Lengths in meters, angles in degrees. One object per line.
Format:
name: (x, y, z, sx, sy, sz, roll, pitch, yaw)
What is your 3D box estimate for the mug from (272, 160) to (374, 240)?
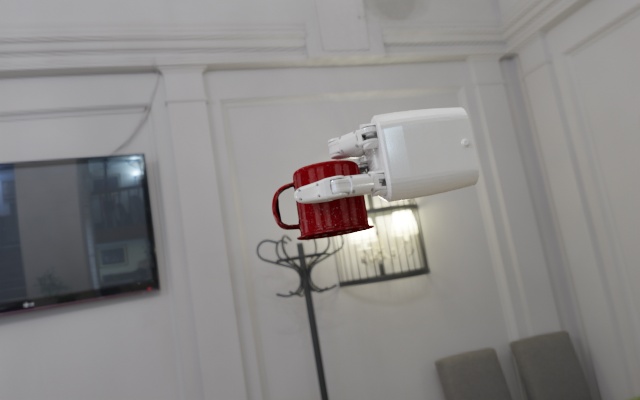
mug: (-0.001, 0.002, 0.572, 0.117, 0.081, 0.093, -8, -8, -6)
